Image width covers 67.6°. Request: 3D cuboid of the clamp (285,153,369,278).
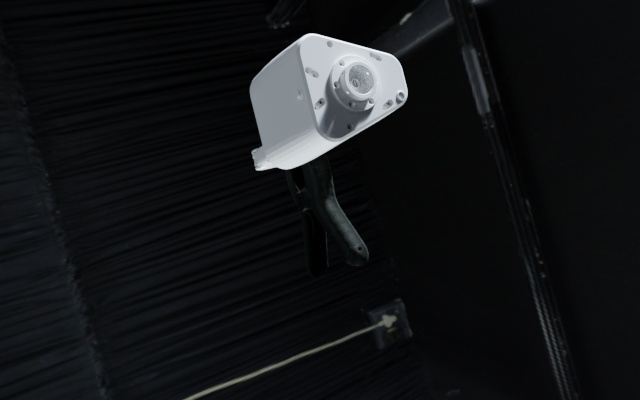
[{"bbox_3d":[0.001,0.001,0.512,0.039,0.171,0.120,-17,2,-32],"label":"clamp"}]
